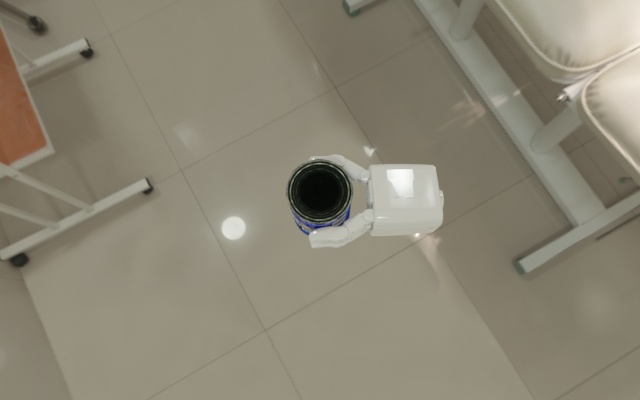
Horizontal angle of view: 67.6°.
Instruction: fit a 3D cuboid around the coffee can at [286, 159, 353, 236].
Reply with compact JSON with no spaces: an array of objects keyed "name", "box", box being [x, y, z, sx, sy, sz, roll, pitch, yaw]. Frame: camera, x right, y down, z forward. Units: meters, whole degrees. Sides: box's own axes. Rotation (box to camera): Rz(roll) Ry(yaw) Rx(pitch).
[{"name":"coffee can","box":[0.000,0.003,0.788,0.103,0.102,0.140,0,-14,1]}]
